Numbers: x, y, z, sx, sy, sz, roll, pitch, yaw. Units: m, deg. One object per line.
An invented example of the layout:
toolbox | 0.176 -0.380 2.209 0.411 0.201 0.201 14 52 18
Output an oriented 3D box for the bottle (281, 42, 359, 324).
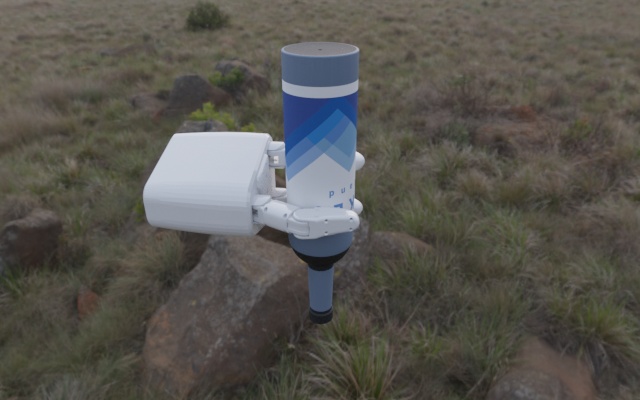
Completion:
bottle | 0.000 0.001 0.473 0.069 0.296 0.069 0 28 0
